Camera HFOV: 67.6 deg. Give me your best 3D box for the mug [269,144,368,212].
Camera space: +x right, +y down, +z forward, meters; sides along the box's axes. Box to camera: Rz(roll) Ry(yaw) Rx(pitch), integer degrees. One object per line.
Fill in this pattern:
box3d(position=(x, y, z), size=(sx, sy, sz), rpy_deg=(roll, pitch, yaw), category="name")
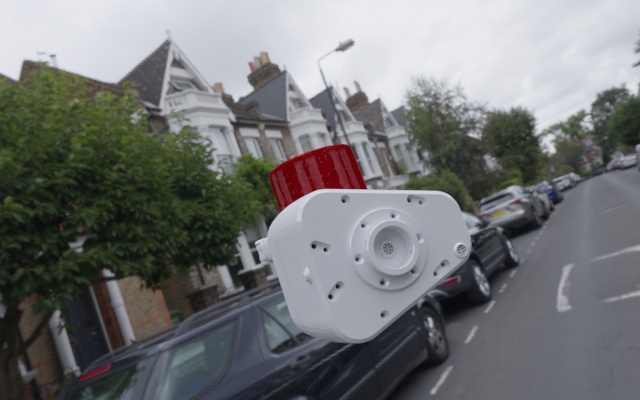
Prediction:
box3d(position=(0.000, 0.002, 0.451), size=(0.093, 0.081, 0.117), rpy_deg=(-18, -5, -17), category="mug")
